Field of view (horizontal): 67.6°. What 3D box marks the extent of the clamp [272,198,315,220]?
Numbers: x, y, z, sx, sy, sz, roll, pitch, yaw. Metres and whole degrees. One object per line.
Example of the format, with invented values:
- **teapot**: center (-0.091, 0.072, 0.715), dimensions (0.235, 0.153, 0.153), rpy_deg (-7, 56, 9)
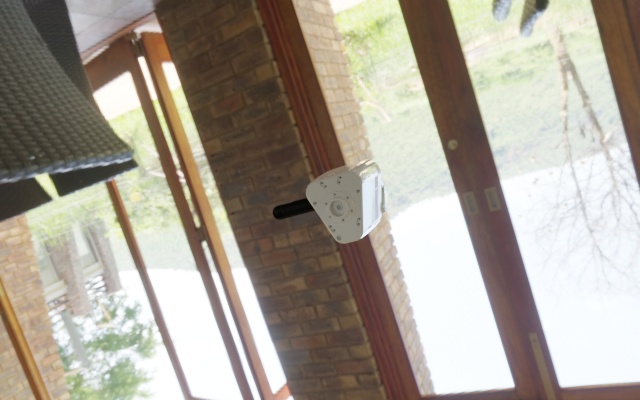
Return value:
- **clamp**: center (0.000, 0.003, 0.852), dimensions (0.171, 0.039, 0.120), rpy_deg (-16, 6, 23)
